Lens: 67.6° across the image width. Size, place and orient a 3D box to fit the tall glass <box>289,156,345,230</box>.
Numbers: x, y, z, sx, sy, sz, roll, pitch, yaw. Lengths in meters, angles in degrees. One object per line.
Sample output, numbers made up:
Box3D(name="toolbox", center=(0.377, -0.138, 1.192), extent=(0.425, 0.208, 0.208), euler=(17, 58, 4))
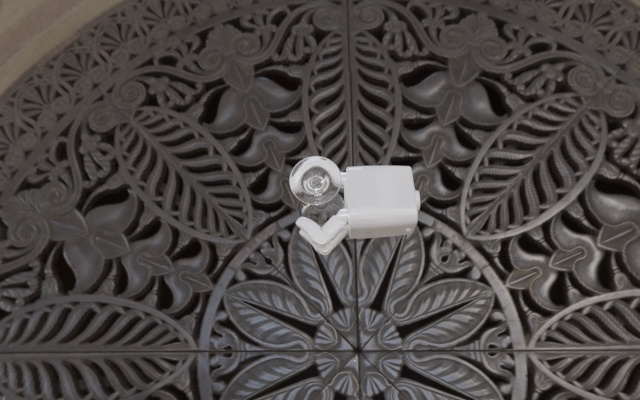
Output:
Box3D(name="tall glass", center=(0.000, 0.002, 0.767), extent=(0.079, 0.079, 0.201), euler=(0, -18, 4))
